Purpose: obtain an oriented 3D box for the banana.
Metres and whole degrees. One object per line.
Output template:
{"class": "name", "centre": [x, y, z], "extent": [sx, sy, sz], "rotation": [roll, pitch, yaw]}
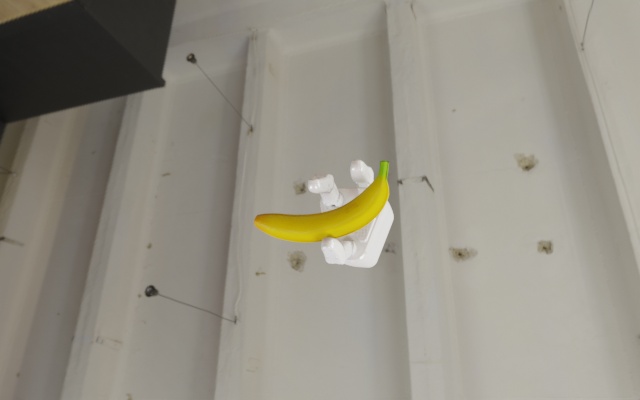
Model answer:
{"class": "banana", "centre": [0.010, 0.018, 0.622], "extent": [0.198, 0.069, 0.037], "rotation": [-23, -11, 13]}
